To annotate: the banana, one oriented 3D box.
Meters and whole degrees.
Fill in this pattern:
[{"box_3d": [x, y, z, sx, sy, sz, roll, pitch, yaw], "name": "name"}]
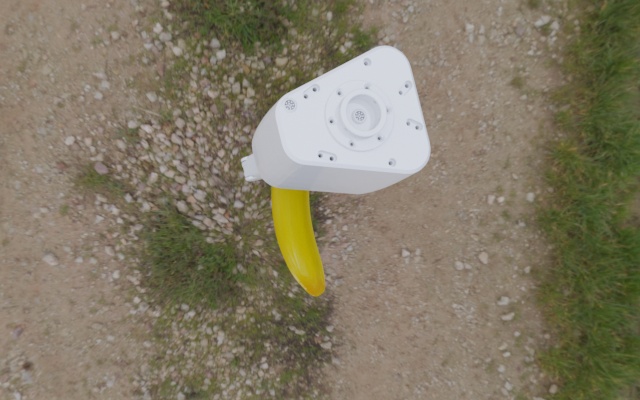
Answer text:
[{"box_3d": [-0.017, -0.005, 0.482, 0.069, 0.197, 0.037, 9, -8, -19], "name": "banana"}]
